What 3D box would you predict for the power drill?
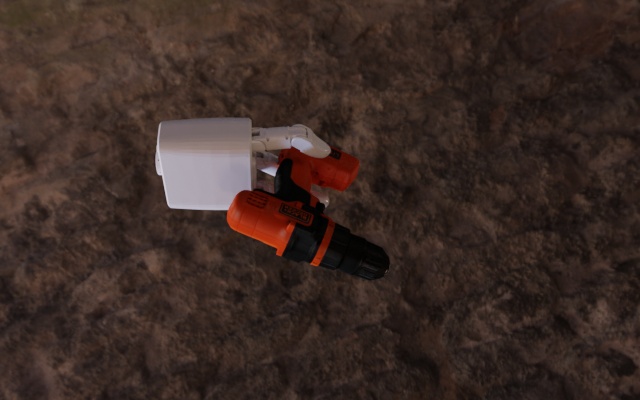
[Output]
[{"bbox_3d":[0.000,0.002,0.569,0.184,0.057,0.187,24,34,-6],"label":"power drill"}]
